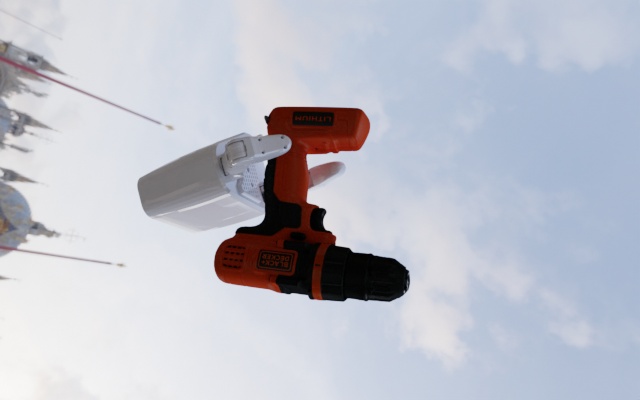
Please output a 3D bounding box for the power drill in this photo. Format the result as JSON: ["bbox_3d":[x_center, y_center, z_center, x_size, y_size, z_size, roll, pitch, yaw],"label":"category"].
[{"bbox_3d":[0.000,0.001,0.463,0.184,0.187,0.057,5,-21,13],"label":"power drill"}]
